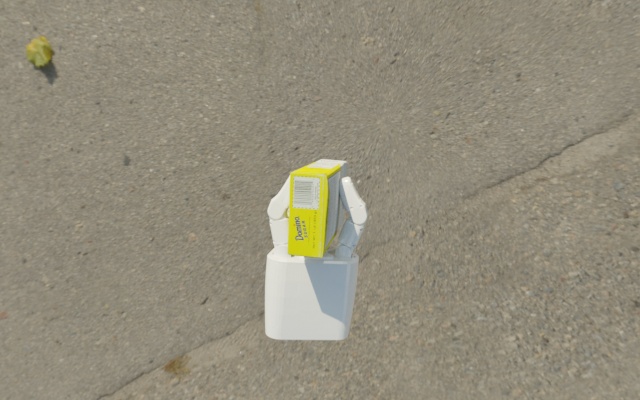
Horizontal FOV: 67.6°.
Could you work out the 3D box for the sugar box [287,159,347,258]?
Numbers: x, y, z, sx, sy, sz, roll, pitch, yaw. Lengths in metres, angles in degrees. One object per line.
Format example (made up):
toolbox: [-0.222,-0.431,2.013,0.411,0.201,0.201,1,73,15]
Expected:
sugar box: [0.000,0.002,0.588,0.048,0.093,0.176,5,9,7]
